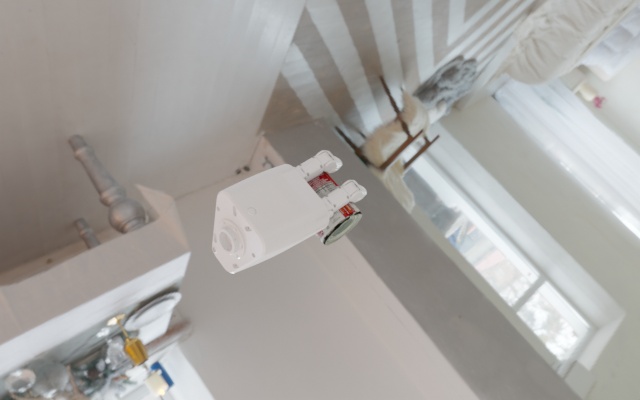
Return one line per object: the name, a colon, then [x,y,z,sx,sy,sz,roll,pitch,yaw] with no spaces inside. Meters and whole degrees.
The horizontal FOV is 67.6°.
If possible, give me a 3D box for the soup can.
soup can: [0.001,0.002,0.656,0.068,0.102,0.068,-36,-17,-13]
